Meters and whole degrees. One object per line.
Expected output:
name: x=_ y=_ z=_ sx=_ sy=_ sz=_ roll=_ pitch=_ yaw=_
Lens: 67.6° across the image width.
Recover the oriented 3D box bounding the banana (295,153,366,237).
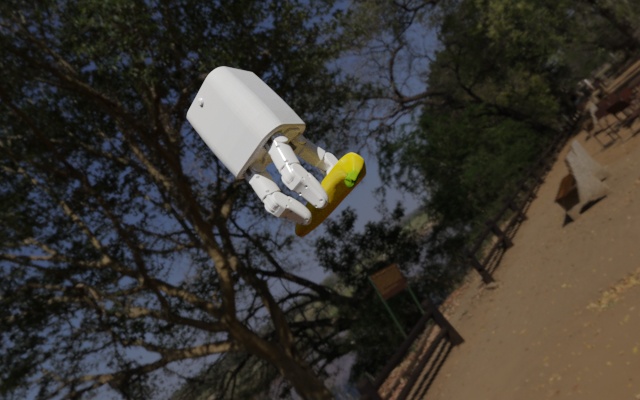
banana: x=0.013 y=-0.011 z=0.595 sx=0.069 sy=0.037 sz=0.198 roll=-44 pitch=-4 yaw=-28
